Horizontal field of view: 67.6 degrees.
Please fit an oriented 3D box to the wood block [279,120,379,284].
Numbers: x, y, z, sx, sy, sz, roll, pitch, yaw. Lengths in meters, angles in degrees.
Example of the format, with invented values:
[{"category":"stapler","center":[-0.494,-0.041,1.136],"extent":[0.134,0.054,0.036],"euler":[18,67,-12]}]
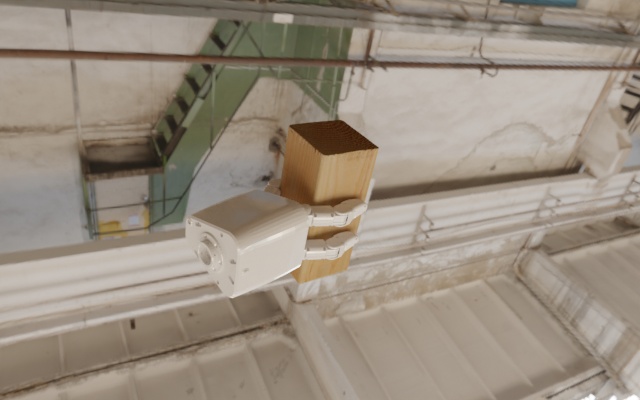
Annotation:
[{"category":"wood block","center":[0.000,0.002,0.669],"extent":[0.090,0.206,0.090],"euler":[-12,39,-32]}]
